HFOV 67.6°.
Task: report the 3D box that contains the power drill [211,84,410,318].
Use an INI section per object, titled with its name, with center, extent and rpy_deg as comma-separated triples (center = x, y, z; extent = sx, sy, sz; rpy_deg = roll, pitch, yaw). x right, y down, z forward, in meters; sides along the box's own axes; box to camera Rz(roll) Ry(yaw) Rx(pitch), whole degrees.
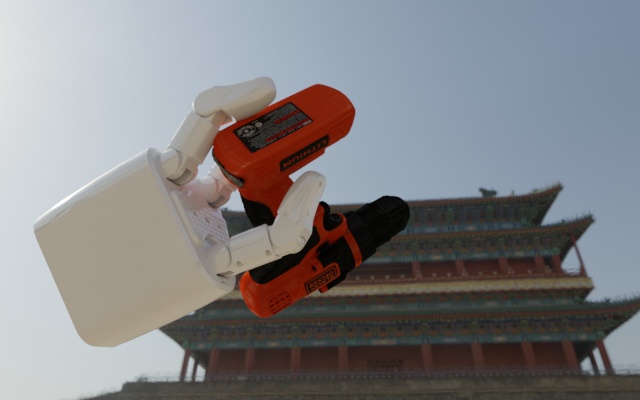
[power drill]
center = 0.000, 0.001, 0.407
extent = 0.184, 0.188, 0.057
rpy_deg = -31, 46, -18
